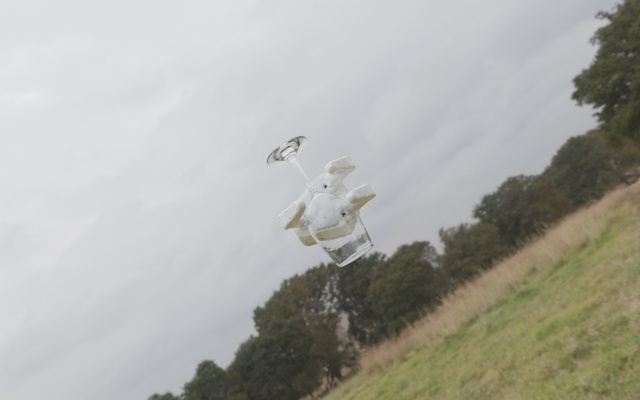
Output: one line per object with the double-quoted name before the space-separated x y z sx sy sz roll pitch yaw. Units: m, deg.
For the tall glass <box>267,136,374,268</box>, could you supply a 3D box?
"tall glass" 0.000 0.002 0.728 0.079 0.201 0.079 -31 -15 -9
